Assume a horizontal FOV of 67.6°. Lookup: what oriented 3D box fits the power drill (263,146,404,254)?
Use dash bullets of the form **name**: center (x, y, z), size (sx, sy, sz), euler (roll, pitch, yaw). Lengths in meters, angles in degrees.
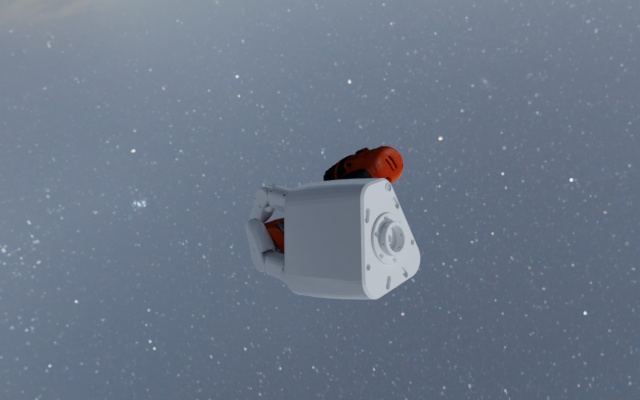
- **power drill**: center (0.000, 0.002, 0.620), size (0.187, 0.057, 0.184), euler (-41, 9, -20)
